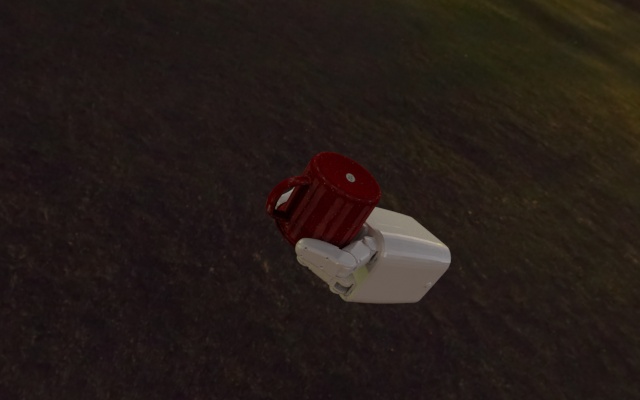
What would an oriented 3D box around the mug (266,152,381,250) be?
[{"bbox_3d":[-0.001,0.001,0.495,0.117,0.081,0.093,10,37,-32],"label":"mug"}]
